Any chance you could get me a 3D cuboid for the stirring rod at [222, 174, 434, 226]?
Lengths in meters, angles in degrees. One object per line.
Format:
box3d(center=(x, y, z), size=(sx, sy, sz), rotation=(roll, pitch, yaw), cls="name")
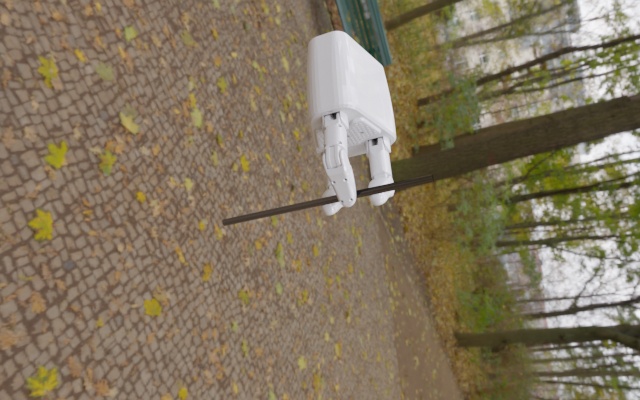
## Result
box3d(center=(0.000, 0.002, 0.512), size=(0.239, 0.011, 0.011), rotation=(-12, -4, 19), cls="stirring rod")
